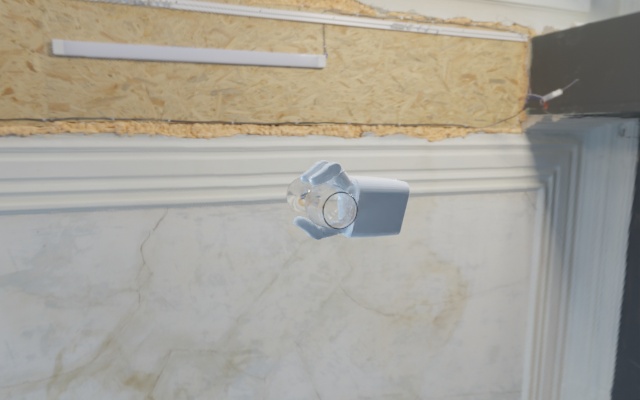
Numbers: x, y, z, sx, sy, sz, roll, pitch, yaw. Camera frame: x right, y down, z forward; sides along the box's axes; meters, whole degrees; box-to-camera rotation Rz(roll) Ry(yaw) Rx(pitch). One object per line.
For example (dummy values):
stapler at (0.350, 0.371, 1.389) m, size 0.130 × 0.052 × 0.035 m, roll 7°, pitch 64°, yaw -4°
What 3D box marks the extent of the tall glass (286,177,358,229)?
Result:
tall glass at (0.000, 0.003, 0.864) m, size 0.079 × 0.079 × 0.201 m, roll 0°, pitch 8°, yaw -19°
